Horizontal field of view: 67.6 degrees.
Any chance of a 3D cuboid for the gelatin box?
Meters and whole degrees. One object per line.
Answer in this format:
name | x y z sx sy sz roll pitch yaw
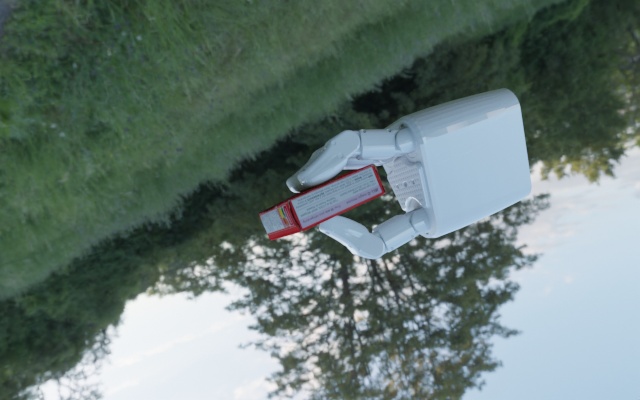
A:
gelatin box | 0.000 0.002 0.411 0.089 0.030 0.073 -25 2 -26
